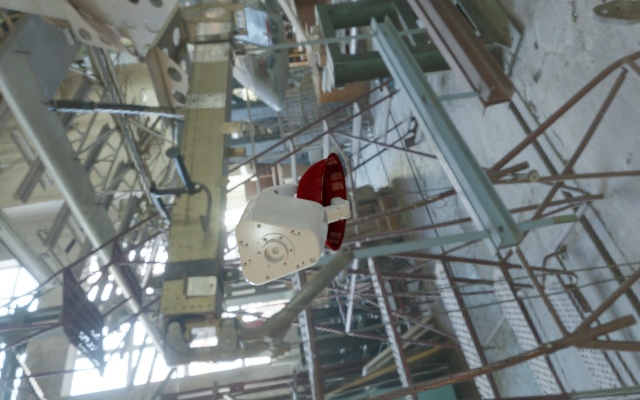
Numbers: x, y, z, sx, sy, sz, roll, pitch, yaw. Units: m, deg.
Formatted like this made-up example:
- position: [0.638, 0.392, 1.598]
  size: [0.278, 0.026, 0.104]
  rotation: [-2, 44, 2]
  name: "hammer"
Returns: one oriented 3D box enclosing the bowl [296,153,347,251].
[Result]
- position: [0.000, 0.003, 0.794]
  size: [0.055, 0.162, 0.162]
  rotation: [-1, 0, 17]
  name: "bowl"
